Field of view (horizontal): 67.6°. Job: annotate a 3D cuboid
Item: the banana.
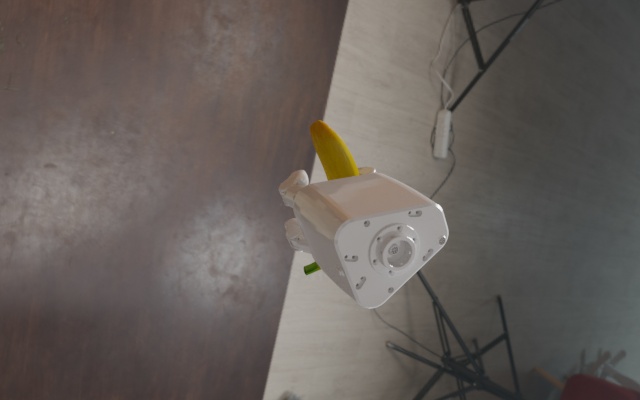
[{"bbox_3d":[0.018,0.005,0.561,0.069,0.198,0.037,1,20,-6],"label":"banana"}]
